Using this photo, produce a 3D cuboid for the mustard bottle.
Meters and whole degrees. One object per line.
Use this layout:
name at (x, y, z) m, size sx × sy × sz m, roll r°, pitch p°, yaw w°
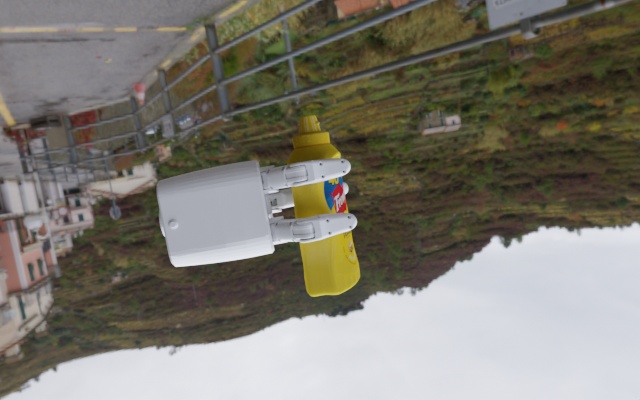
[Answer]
mustard bottle at (0.000, 0.002, 0.531) m, size 0.058 × 0.191 × 0.096 m, roll -8°, pitch 5°, yaw 19°
